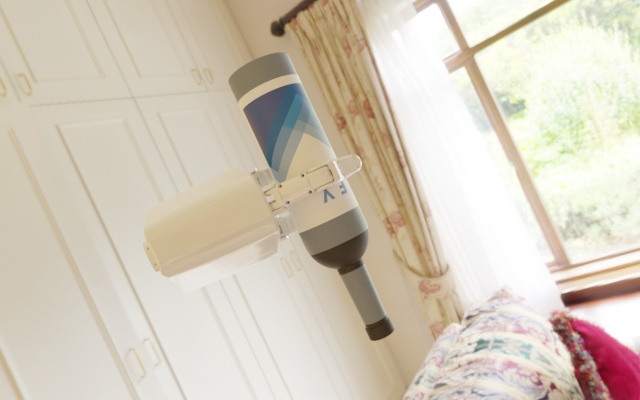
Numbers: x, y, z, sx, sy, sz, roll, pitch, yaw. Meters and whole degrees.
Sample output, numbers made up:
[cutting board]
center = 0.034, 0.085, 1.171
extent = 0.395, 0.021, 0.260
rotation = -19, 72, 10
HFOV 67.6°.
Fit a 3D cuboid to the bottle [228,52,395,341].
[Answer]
[bottle]
center = 0.000, 0.001, 0.479
extent = 0.069, 0.295, 0.069
rotation = -25, 0, 0
